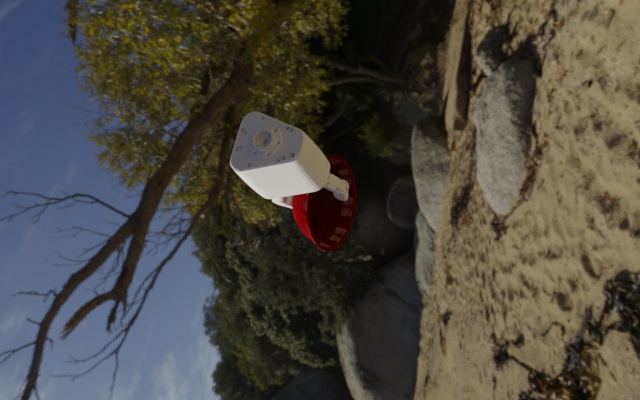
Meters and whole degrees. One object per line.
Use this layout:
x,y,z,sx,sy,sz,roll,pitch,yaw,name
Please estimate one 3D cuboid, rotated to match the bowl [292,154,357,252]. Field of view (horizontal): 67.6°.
0.000,0.003,0.804,0.055,0.162,0.162,4,2,32,bowl
